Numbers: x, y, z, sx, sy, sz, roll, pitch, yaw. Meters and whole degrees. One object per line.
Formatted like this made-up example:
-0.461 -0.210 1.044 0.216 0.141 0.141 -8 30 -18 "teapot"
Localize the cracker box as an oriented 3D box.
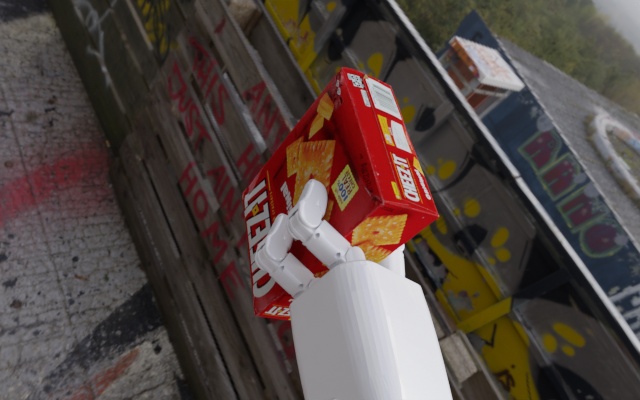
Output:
0.000 0.002 0.477 0.072 0.164 0.214 15 -43 -32 "cracker box"
